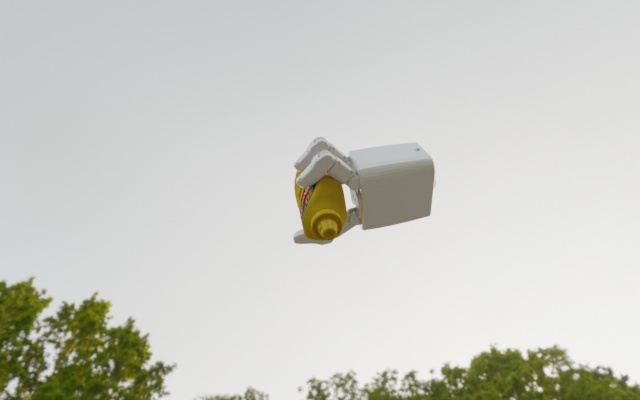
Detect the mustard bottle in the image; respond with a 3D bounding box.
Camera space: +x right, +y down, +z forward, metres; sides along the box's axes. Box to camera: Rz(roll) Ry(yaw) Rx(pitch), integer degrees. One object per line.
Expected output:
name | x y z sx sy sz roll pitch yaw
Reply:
mustard bottle | 0.000 0.002 0.680 0.058 0.096 0.191 13 23 -14
